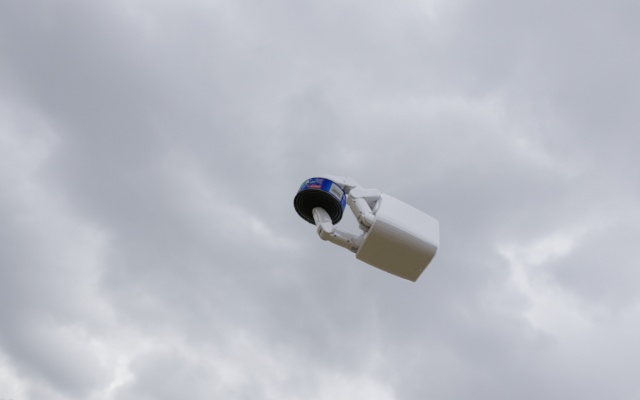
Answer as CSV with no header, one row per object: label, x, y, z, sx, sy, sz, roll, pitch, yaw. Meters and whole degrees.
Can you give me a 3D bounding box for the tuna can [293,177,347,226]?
tuna can,0.000,0.002,0.799,0.086,0.086,0.033,0,42,22
